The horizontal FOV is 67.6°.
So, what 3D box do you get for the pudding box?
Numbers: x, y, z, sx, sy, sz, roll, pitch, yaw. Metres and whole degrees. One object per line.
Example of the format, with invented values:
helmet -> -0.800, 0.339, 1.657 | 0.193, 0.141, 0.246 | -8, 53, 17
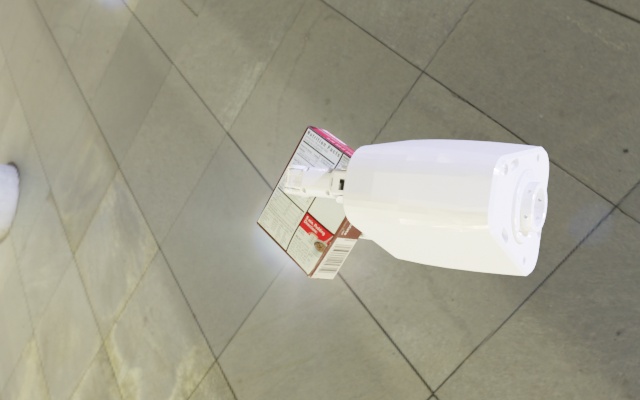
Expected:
pudding box -> 0.000, 0.001, 0.437 | 0.039, 0.113, 0.090 | 13, 23, -51
